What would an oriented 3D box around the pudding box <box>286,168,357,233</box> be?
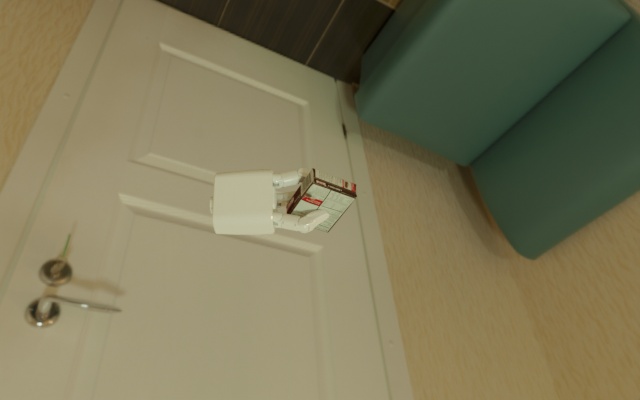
[{"bbox_3d":[0.000,0.003,0.864,0.090,0.039,0.113,19,-45,-21],"label":"pudding box"}]
